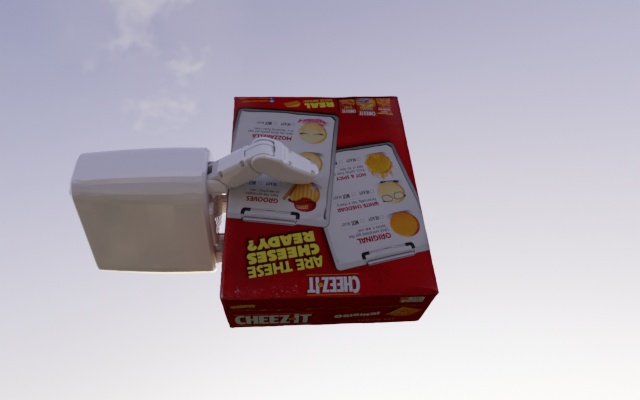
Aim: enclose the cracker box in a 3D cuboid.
[{"bbox_3d":[0.000,0.001,0.433,0.164,0.213,0.072,-1,-35,-4],"label":"cracker box"}]
